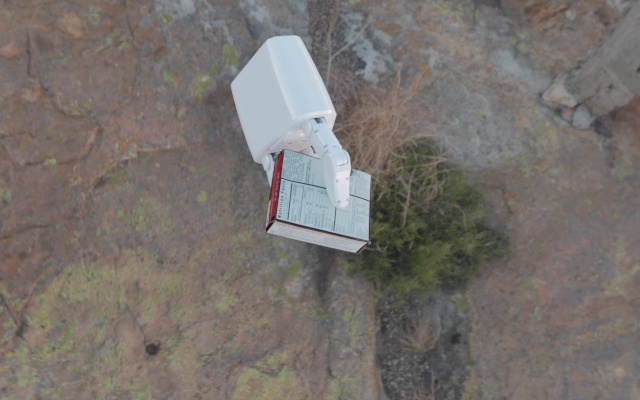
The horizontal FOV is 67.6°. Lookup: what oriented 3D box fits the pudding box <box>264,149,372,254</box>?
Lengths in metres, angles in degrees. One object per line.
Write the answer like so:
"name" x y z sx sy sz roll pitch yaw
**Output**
"pudding box" 0.000 0.002 0.524 0.113 0.090 0.039 14 -29 -16
